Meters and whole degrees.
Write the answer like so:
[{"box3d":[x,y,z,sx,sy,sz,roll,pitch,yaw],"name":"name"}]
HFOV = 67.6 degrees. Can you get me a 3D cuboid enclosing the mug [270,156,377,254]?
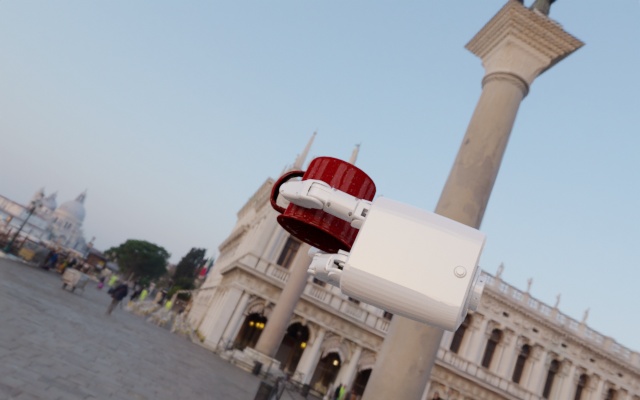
[{"box3d":[-0.001,0.001,0.531,0.117,0.081,0.093,19,-19,21],"name":"mug"}]
